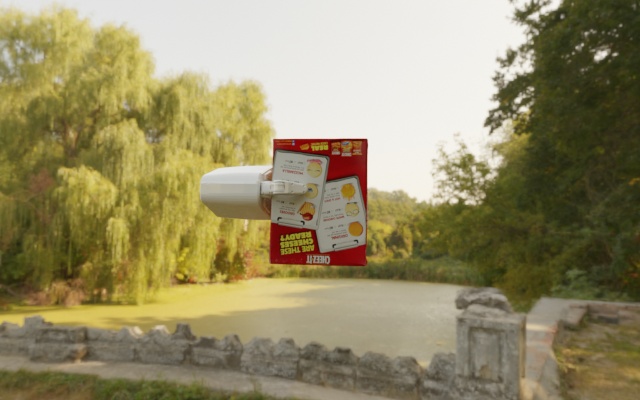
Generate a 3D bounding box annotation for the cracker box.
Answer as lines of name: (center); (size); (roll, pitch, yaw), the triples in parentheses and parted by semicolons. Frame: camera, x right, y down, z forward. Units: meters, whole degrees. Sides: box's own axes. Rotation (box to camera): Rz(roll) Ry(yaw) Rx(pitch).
cracker box: (0.000, 0.003, 0.822); (0.164, 0.213, 0.072); (0, -4, 8)
